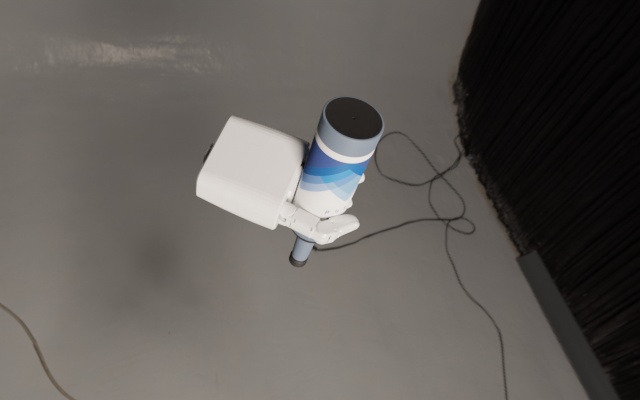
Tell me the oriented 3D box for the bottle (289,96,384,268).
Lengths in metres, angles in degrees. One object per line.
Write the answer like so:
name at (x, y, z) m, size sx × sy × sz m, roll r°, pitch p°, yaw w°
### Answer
bottle at (0.000, 0.002, 0.604) m, size 0.069 × 0.069 × 0.296 m, roll 0°, pitch -36°, yaw -17°
